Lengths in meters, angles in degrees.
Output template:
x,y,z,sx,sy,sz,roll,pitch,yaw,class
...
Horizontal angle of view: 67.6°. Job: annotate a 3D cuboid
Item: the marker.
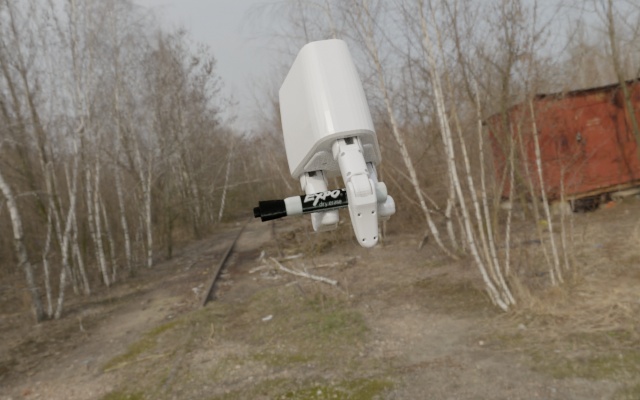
x,y,z,sx,sy,sz,roll,pitch,yaw,class
0.000,0.001,0.430,0.121,0.020,0.020,-9,1,-9,marker
